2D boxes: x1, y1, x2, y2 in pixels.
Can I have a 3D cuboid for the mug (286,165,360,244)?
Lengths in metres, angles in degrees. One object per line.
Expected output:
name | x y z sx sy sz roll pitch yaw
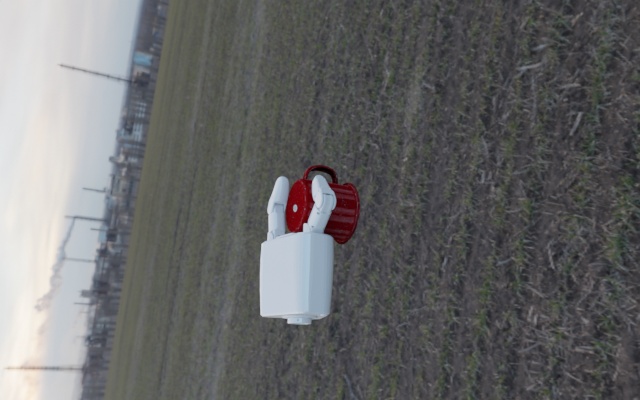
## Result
mug | 0.000 0.001 0.700 0.081 0.117 0.093 9 -19 -23
